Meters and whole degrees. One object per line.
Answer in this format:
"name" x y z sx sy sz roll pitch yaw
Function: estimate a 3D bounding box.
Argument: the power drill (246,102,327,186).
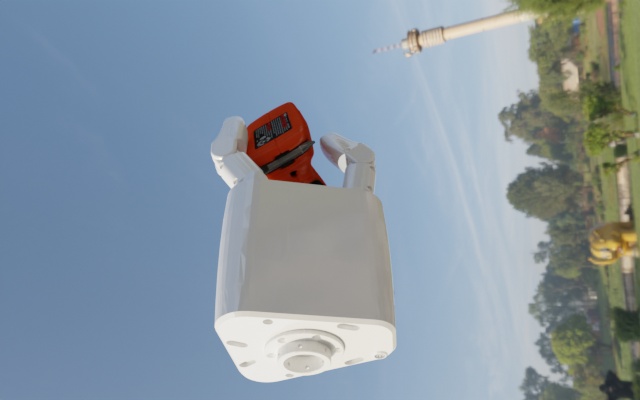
"power drill" 0.000 0.001 0.460 0.057 0.188 0.184 -32 25 3
